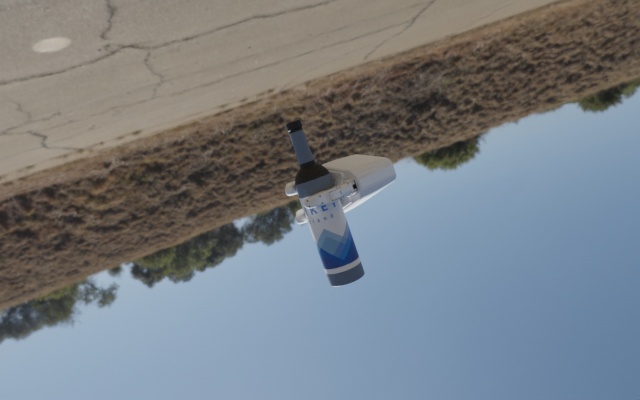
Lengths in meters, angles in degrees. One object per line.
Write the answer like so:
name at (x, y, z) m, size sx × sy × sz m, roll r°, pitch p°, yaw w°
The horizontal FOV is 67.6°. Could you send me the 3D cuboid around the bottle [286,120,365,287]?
bottle at (0.000, 0.003, 0.841) m, size 0.069 × 0.296 × 0.069 m, roll -19°, pitch 6°, yaw 2°
